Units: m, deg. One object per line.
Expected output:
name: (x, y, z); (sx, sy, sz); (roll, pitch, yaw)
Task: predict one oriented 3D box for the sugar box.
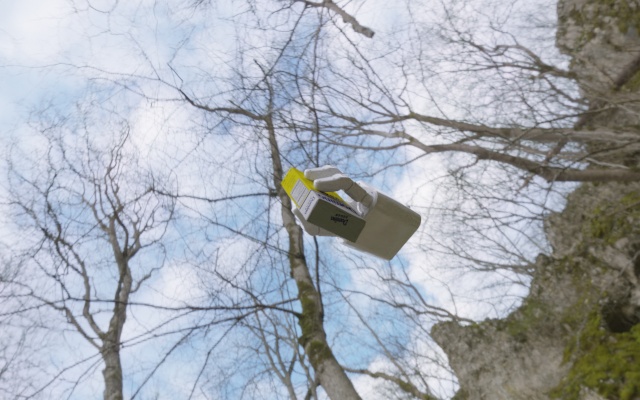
sugar box: (0.000, 0.002, 0.785); (0.093, 0.048, 0.176); (26, 7, -25)
